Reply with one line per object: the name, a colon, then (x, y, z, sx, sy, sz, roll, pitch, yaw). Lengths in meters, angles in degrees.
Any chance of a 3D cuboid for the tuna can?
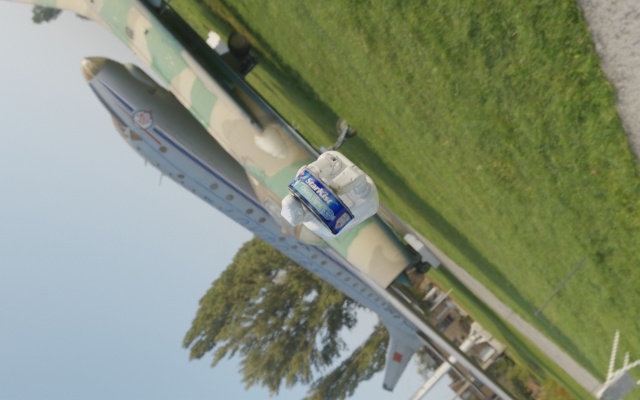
tuna can: (0.000, 0.002, 0.581, 0.034, 0.086, 0.086, -44, 3, -4)
